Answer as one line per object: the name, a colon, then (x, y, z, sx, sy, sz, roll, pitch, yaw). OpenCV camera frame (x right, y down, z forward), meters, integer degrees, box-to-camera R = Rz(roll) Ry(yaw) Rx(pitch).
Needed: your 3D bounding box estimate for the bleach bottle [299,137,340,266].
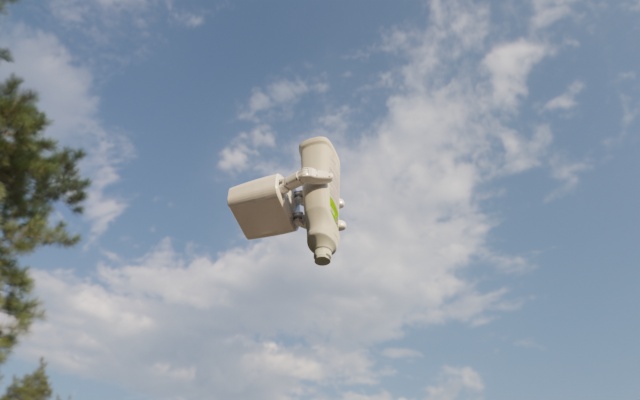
bleach bottle: (0.000, 0.003, 0.890, 0.068, 0.250, 0.103, -15, -42, 17)
